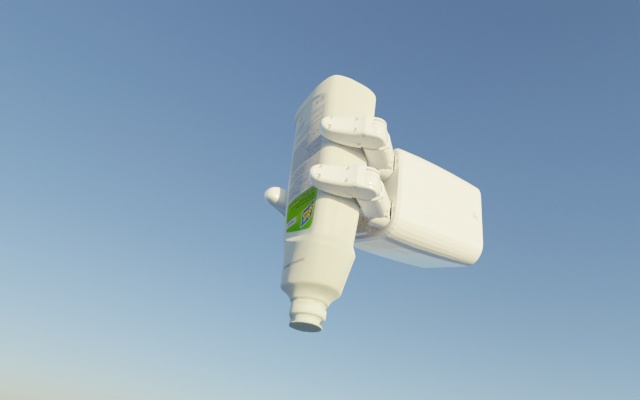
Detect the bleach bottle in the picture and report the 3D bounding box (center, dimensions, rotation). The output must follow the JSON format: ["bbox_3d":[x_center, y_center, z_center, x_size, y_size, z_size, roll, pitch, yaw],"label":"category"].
[{"bbox_3d":[0.000,0.001,0.463,0.068,0.250,0.103,22,-33,-20],"label":"bleach bottle"}]
